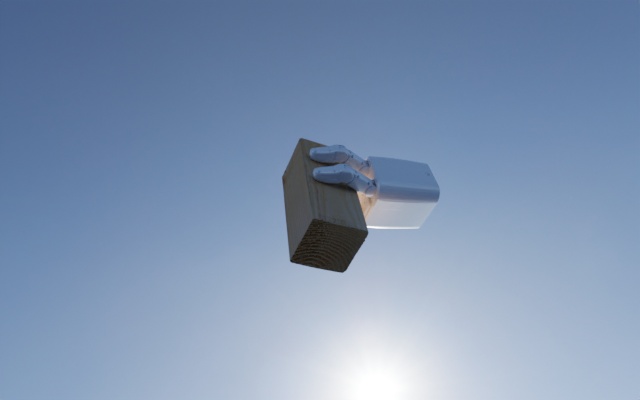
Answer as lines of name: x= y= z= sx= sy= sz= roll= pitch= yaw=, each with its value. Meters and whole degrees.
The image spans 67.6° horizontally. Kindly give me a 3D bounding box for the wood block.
wood block: x=0.000 y=0.003 z=0.754 sx=0.090 sy=0.091 sz=0.206 roll=14 pitch=35 yaw=-19
